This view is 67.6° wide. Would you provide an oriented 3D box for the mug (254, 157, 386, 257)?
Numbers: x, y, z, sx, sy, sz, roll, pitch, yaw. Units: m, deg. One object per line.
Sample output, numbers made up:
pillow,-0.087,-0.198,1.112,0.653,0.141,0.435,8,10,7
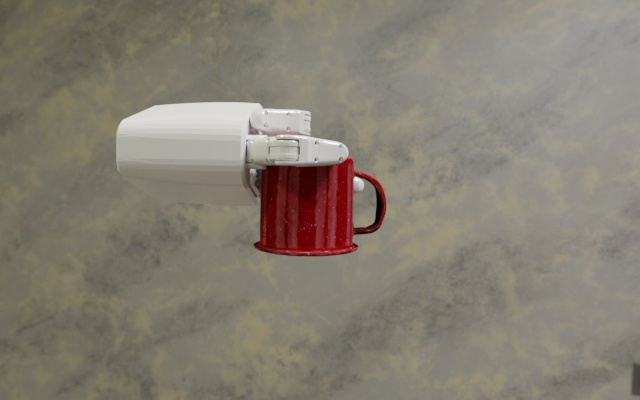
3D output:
mug,0.002,0.001,0.422,0.117,0.081,0.093,1,4,0
